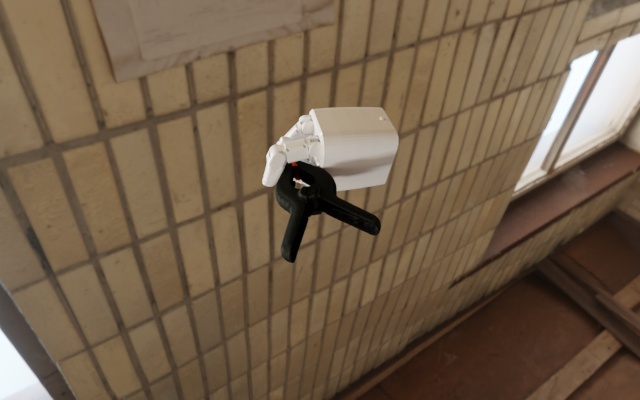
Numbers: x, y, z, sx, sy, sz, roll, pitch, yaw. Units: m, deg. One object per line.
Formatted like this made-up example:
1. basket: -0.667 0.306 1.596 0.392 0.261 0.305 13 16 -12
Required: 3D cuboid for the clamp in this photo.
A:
1. clamp: 0.000 0.002 0.598 0.120 0.039 0.171 -7 43 -9
